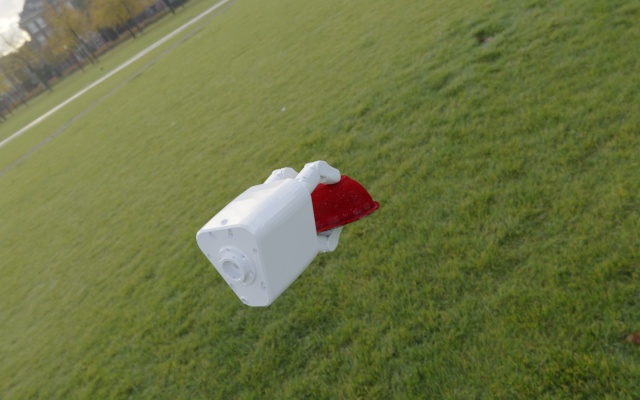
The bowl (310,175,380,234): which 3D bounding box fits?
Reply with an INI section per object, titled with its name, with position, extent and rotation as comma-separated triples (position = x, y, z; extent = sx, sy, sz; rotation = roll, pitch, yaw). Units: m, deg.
[bowl]
position = 0.000, 0.002, 0.682
extent = 0.162, 0.055, 0.162
rotation = -15, 7, 2
